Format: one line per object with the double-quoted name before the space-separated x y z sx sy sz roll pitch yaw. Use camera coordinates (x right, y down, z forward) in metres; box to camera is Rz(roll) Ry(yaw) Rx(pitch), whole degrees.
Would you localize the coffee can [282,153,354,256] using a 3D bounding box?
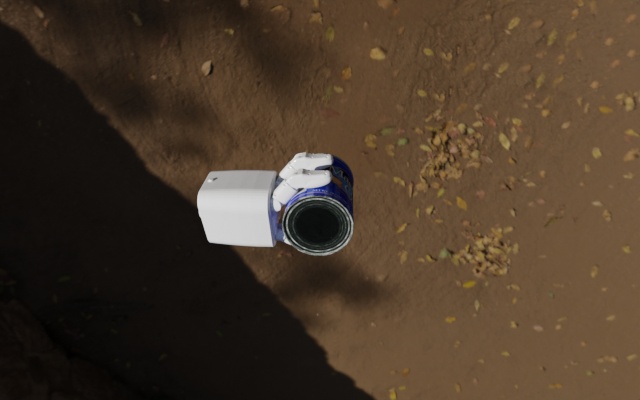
"coffee can" 0.000 0.002 0.736 0.103 0.103 0.140 0 30 4
